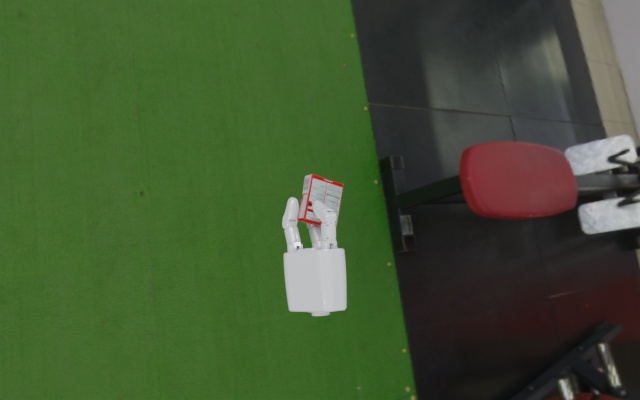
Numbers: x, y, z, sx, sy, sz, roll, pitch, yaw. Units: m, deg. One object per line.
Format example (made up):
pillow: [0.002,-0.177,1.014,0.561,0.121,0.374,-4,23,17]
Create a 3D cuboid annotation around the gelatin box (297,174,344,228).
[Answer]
gelatin box: [0.000,0.003,0.892,0.073,0.089,0.030,16,-12,-30]
